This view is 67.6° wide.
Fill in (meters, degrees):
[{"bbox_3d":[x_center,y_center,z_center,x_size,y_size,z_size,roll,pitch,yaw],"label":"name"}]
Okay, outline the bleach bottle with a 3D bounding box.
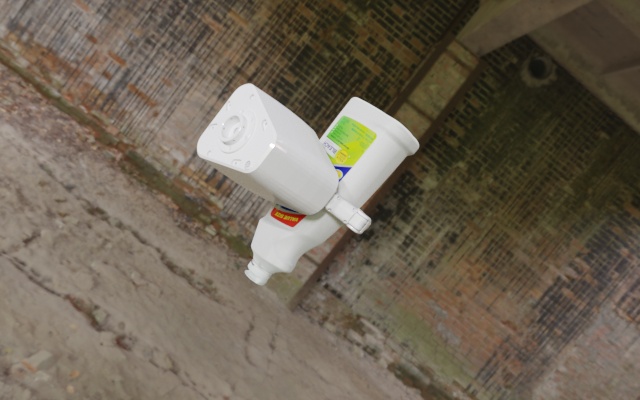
[{"bbox_3d":[0.000,0.002,0.574,0.102,0.251,0.068,42,6,41],"label":"bleach bottle"}]
